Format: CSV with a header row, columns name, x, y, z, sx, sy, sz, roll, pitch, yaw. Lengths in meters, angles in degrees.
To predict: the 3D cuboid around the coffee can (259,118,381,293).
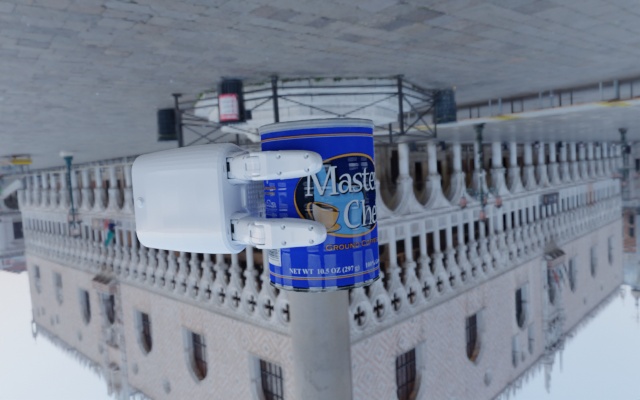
name,x,y,z,sx,sy,sz,roll,pitch,yaw
coffee can,0.000,0.001,0.432,0.103,0.140,0.103,-3,4,0
